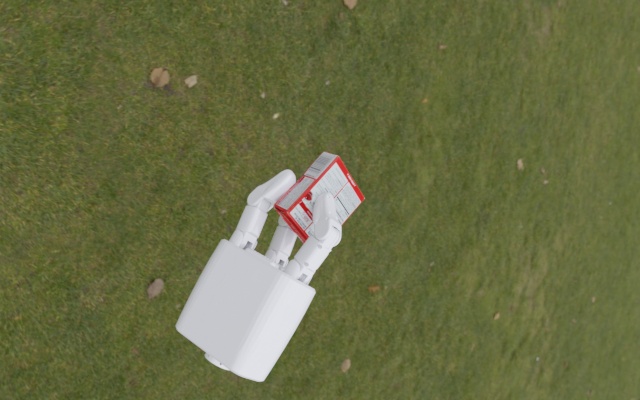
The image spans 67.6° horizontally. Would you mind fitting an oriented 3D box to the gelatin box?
[{"bbox_3d":[0.001,0.002,0.535,0.030,0.089,0.073,25,-23,48],"label":"gelatin box"}]
